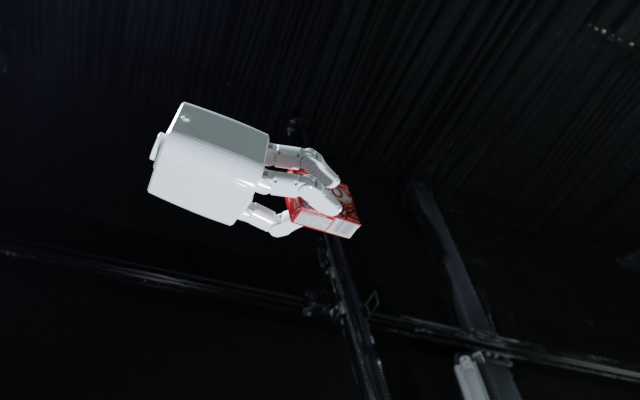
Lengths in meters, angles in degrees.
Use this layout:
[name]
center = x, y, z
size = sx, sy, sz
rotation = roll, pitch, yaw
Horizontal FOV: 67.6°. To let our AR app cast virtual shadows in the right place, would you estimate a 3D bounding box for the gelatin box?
[gelatin box]
center = 0.000, 0.002, 0.586
size = 0.089, 0.073, 0.030
rotation = 18, -53, -30
